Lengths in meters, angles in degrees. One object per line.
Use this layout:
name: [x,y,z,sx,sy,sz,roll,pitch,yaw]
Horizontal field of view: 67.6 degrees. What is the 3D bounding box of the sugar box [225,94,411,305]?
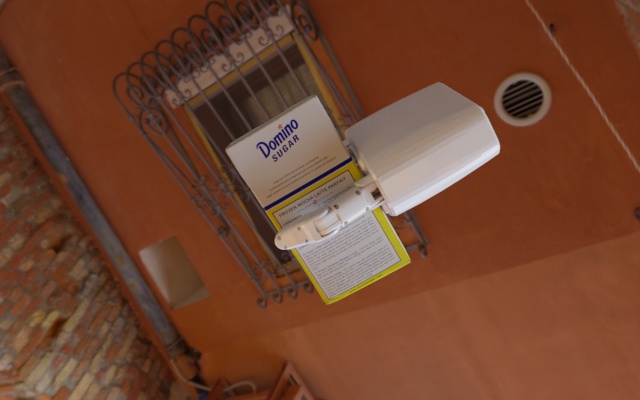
sugar box: [0.000,0.001,0.442,0.093,0.176,0.048,-29,12,6]
